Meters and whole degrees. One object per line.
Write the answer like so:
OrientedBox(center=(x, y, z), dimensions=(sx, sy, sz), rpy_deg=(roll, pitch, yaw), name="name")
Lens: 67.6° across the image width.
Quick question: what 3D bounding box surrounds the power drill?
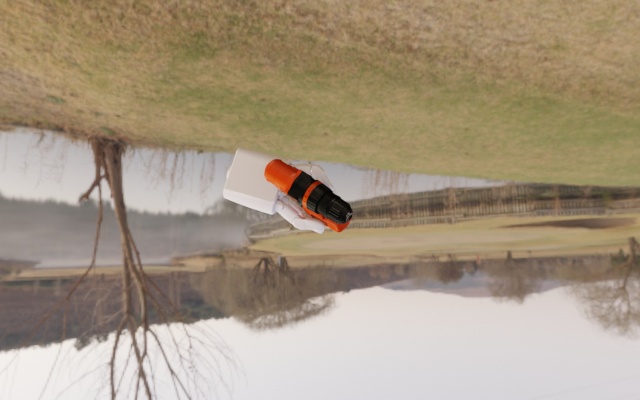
OrientedBox(center=(0.000, 0.003, 0.884), dimensions=(0.184, 0.057, 0.188), rpy_deg=(34, -5, 25), name="power drill")
